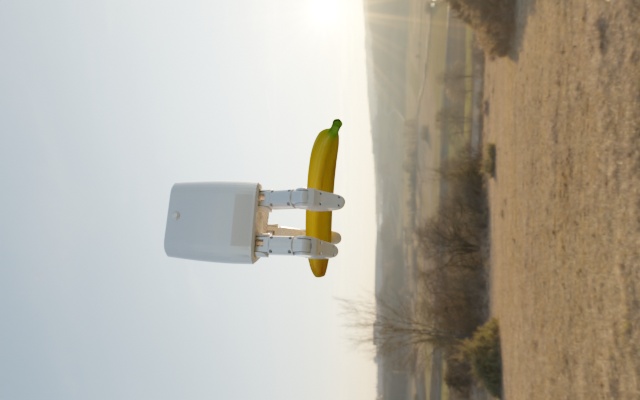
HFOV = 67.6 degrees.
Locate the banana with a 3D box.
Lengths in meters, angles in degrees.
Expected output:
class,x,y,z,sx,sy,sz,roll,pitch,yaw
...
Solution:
class,x,y,z,sx,sy,sz,roll,pitch,yaw
banana,0.000,-0.005,0.607,0.037,0.198,0.069,4,10,-2
